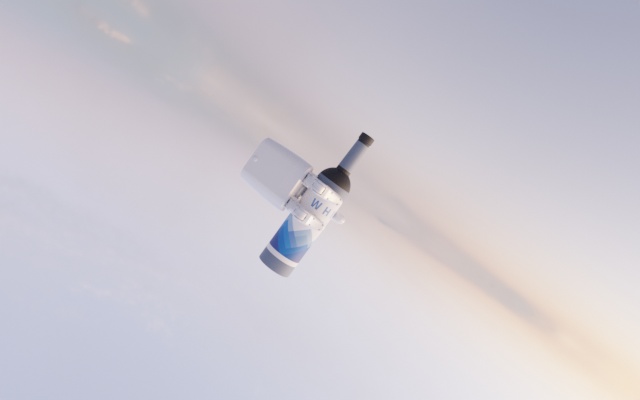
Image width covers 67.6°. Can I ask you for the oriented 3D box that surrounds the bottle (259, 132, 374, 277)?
[{"bbox_3d":[0.000,0.003,0.869,0.069,0.296,0.069,36,4,-3],"label":"bottle"}]
